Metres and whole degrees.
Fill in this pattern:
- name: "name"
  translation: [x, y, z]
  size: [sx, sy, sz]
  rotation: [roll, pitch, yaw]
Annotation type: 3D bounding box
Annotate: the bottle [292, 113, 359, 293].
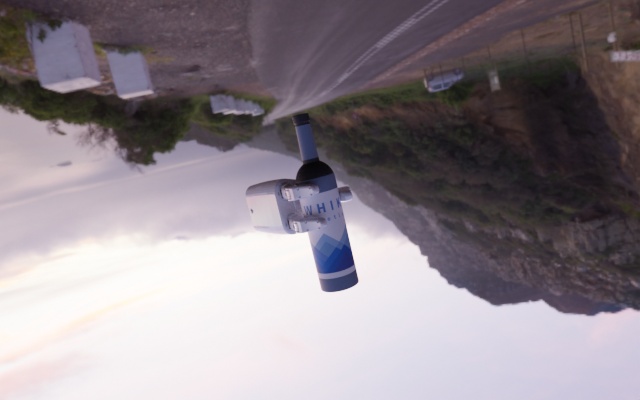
- name: "bottle"
  translation: [0.000, 0.003, 0.796]
  size: [0.069, 0.296, 0.069]
  rotation: [-13, 8, 2]
